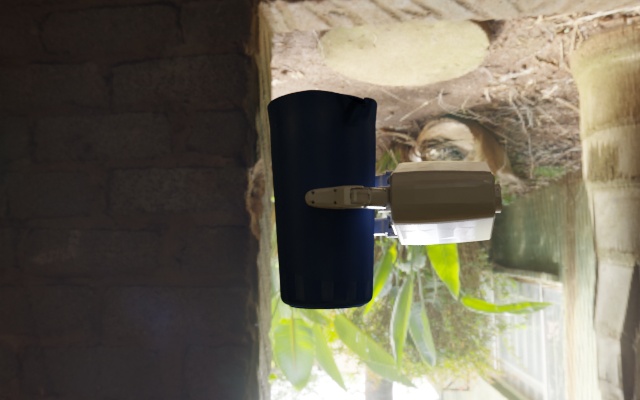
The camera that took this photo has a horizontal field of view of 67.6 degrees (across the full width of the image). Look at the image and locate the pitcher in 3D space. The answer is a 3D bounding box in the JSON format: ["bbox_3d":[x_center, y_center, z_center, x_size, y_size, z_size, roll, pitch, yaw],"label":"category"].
[{"bbox_3d":[0.000,0.002,0.576,0.145,0.243,0.149,-3,-6,14],"label":"pitcher"}]
